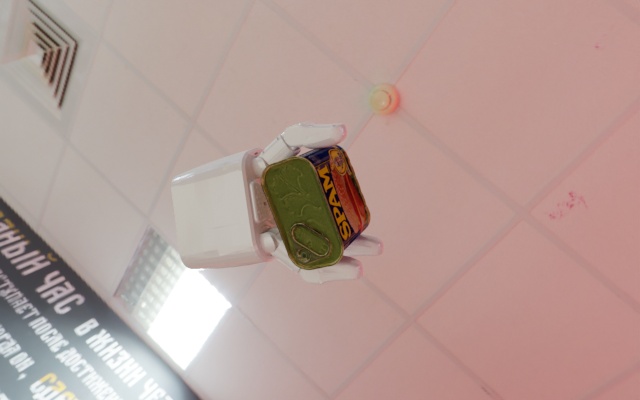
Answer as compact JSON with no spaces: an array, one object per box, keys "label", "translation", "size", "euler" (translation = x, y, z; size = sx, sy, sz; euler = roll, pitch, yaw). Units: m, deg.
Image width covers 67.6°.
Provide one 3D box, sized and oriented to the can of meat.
[{"label":"can of meat","translation":[0.000,0.001,0.451],"size":[0.057,0.102,0.084],"euler":[-16,9,29]}]
